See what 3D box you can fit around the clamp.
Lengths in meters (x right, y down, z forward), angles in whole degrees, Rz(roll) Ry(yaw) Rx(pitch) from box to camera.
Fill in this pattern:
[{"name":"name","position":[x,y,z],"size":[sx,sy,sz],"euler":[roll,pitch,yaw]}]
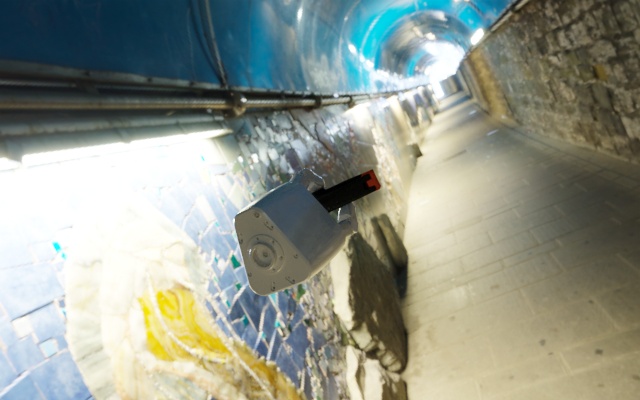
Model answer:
[{"name":"clamp","position":[0.000,0.001,0.709],"size":[0.210,0.036,0.164],"euler":[-24,6,28]}]
